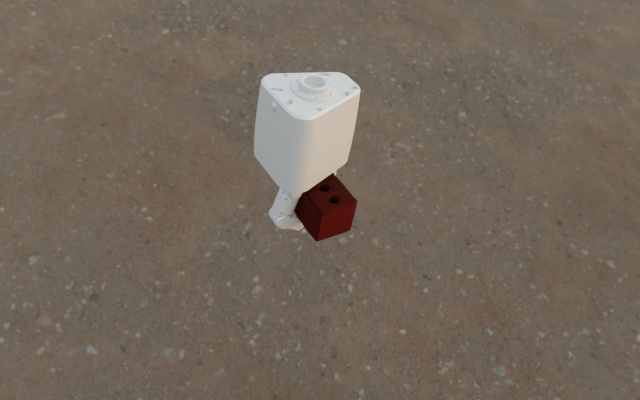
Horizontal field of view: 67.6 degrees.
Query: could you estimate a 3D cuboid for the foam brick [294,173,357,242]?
[{"bbox_3d":[0.000,0.002,0.594,0.053,0.051,0.078,-19,52,-29],"label":"foam brick"}]
